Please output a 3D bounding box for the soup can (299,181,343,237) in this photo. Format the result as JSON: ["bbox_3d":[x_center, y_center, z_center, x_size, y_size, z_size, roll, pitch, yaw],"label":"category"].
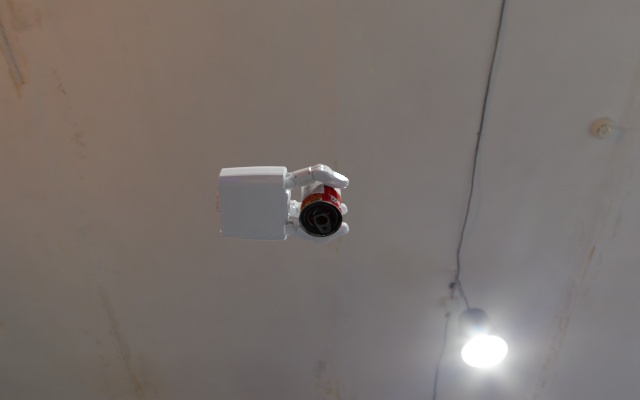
[{"bbox_3d":[0.001,0.002,0.775,0.068,0.068,0.102,0,33,0],"label":"soup can"}]
